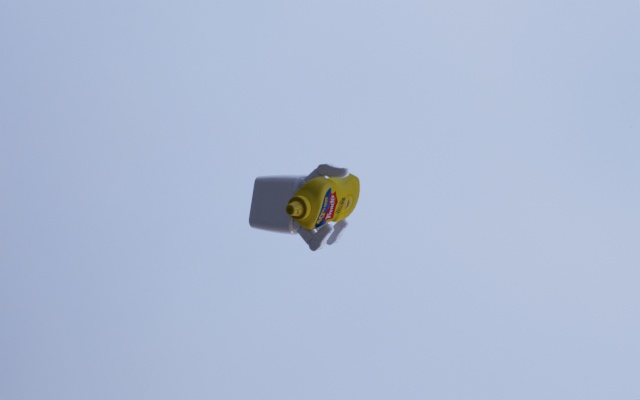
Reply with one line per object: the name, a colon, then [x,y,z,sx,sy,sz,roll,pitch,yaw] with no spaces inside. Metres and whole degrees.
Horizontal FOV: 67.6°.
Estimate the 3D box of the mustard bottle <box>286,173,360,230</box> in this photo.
mustard bottle: [0.001,0.003,0.864,0.058,0.096,0.191,30,23,26]
